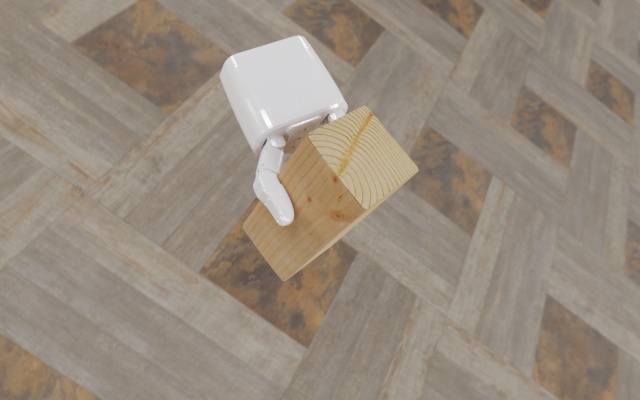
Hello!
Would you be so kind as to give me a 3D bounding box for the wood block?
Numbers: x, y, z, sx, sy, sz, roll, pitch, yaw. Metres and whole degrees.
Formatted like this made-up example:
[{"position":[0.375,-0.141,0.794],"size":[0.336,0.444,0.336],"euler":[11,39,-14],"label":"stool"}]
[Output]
[{"position":[0.000,0.002,0.535],"size":[0.090,0.090,0.206],"euler":[-32,-9,-36],"label":"wood block"}]
